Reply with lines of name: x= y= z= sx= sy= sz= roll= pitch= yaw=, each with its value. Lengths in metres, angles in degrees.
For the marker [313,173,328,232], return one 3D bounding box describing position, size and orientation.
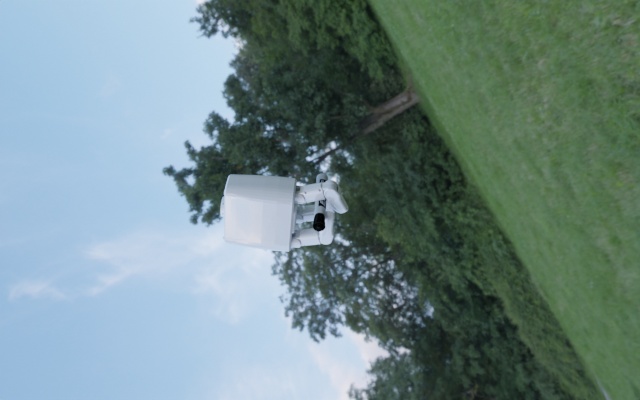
marker: x=0.000 y=0.002 z=0.736 sx=0.020 sy=0.020 sz=0.121 roll=0 pitch=42 yaw=4
